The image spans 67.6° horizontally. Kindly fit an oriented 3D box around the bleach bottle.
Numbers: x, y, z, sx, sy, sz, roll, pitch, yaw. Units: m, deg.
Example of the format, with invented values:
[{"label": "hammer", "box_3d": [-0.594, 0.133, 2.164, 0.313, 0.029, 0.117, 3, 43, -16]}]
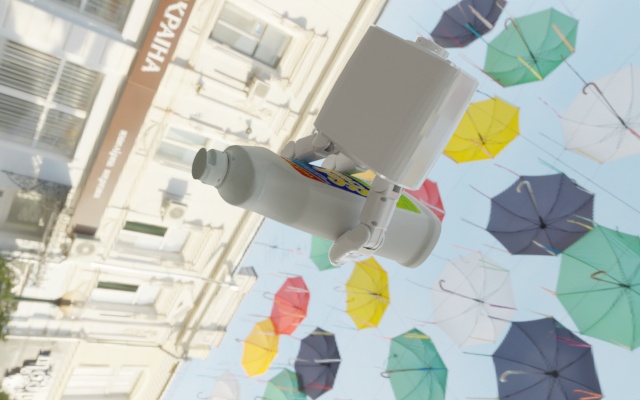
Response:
[{"label": "bleach bottle", "box_3d": [0.000, 0.002, 0.462, 0.251, 0.068, 0.102, 16, 20, -37]}]
